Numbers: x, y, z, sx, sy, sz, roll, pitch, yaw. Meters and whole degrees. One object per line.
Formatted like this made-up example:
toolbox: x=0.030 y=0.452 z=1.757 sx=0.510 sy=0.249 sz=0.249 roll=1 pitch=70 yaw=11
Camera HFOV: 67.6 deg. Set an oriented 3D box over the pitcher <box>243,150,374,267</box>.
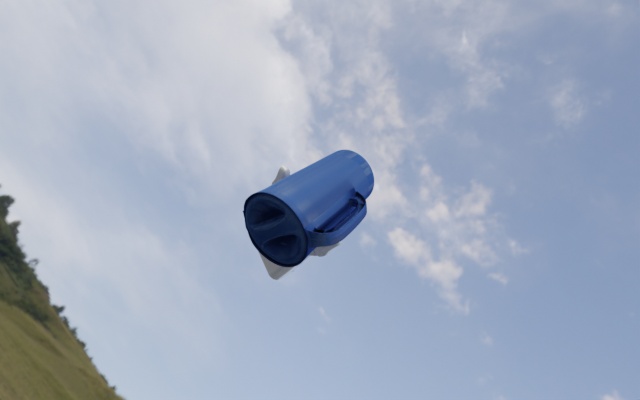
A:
pitcher: x=0.000 y=0.003 z=0.824 sx=0.242 sy=0.149 sz=0.145 roll=-36 pitch=-8 yaw=-44
